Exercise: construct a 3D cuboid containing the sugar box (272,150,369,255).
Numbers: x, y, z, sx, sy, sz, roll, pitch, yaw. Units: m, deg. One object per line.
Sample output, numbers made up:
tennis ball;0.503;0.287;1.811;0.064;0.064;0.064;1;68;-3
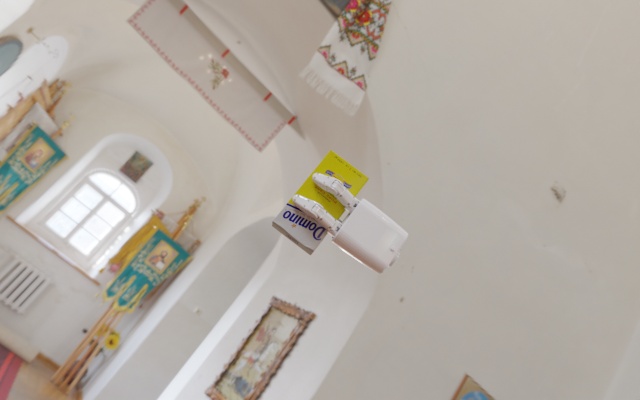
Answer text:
sugar box;0.000;0.003;0.877;0.093;0.176;0.048;36;-18;4
